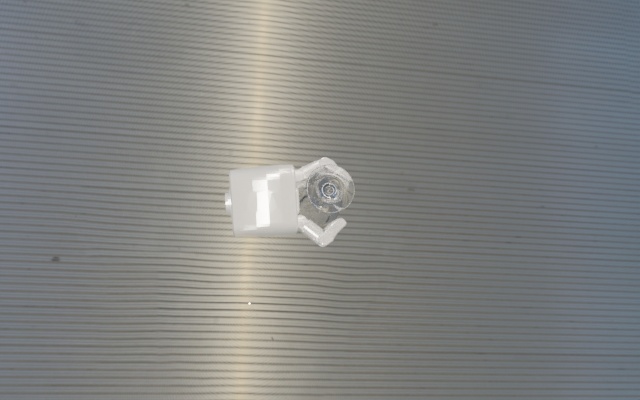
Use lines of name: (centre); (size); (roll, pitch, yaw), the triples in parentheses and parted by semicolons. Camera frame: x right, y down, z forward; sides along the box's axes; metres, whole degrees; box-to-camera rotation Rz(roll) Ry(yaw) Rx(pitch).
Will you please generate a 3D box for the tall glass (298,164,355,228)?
tall glass: (0.000, 0.003, 0.805); (0.079, 0.079, 0.201); (0, -12, -8)
